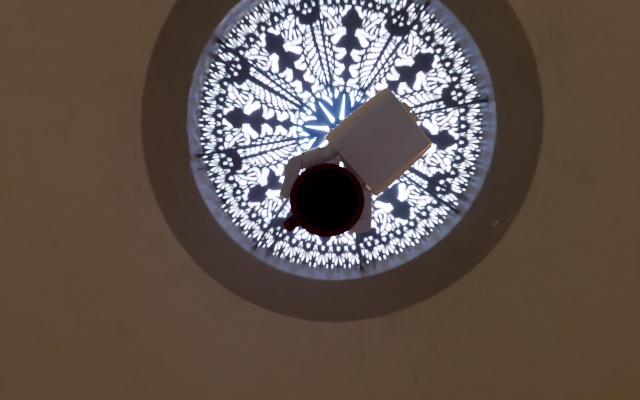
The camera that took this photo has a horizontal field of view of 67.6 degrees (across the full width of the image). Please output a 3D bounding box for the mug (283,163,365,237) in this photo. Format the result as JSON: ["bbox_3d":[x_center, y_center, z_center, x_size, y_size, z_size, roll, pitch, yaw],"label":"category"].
[{"bbox_3d":[-0.001,0.003,0.633,0.117,0.093,0.081,-39,5,7],"label":"mug"}]
